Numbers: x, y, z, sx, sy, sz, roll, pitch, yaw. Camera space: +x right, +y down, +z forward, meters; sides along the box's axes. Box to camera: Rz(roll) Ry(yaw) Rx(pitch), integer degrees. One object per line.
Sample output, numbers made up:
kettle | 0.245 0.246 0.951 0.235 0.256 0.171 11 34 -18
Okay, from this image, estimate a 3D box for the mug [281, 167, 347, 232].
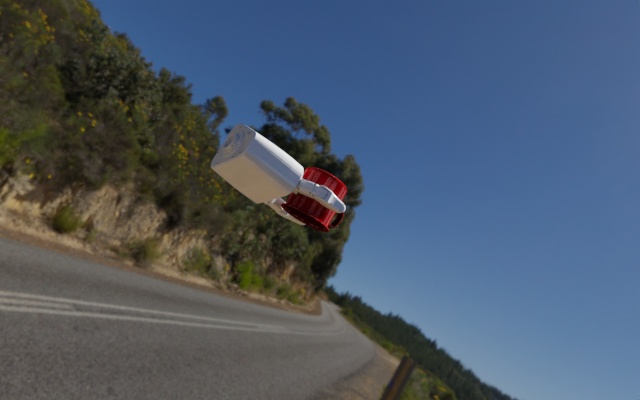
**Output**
mug | 0.001 0.003 0.824 0.117 0.081 0.093 38 -15 -34
